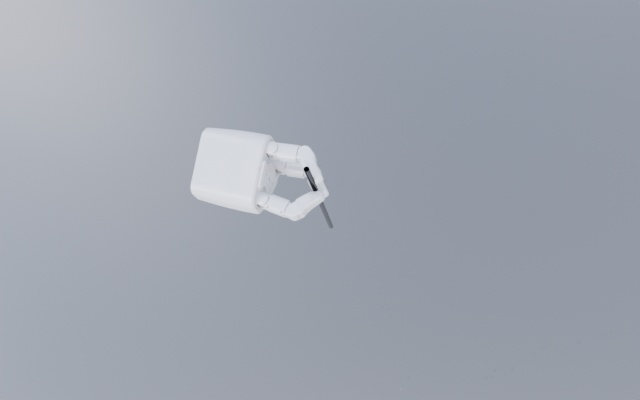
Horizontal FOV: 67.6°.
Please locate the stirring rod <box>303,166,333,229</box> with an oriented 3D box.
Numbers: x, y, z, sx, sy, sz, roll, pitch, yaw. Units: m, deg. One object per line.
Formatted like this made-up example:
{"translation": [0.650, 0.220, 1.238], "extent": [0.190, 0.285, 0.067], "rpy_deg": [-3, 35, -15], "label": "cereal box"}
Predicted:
{"translation": [0.000, 0.002, 0.737], "extent": [0.011, 0.011, 0.240], "rpy_deg": [0, -21, 10], "label": "stirring rod"}
